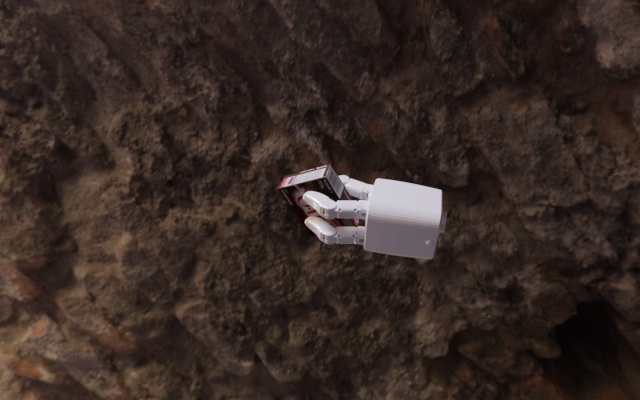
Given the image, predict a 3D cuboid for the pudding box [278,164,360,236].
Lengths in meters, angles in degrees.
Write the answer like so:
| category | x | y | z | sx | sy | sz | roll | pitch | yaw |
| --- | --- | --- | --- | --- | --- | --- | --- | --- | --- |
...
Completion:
| category | x | y | z | sx | sy | sz | roll | pitch | yaw |
| --- | --- | --- | --- | --- | --- | --- | --- | --- | --- |
| pudding box | 0.000 | 0.002 | 0.759 | 0.090 | 0.113 | 0.039 | -13 | 34 | 30 |
